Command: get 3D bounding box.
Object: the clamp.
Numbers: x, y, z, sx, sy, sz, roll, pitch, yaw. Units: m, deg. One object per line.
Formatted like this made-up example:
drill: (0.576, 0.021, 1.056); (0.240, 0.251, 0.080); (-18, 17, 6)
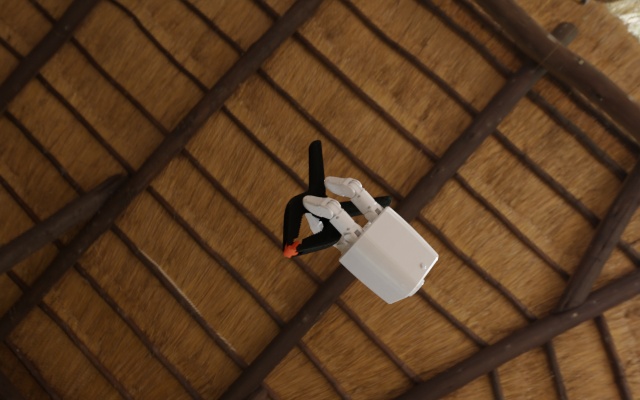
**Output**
clamp: (0.000, 0.003, 0.737); (0.210, 0.164, 0.036); (-43, -7, -37)
